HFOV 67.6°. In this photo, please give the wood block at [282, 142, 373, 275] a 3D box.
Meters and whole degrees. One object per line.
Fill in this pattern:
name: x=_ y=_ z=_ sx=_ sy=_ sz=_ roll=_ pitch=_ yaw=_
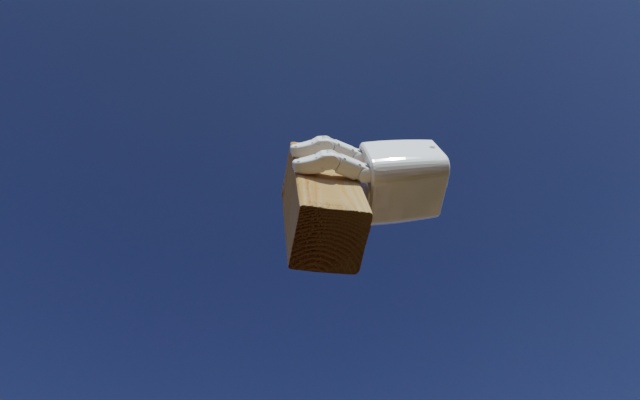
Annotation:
wood block: x=0.000 y=0.002 z=0.652 sx=0.090 sy=0.091 sz=0.206 roll=6 pitch=26 yaw=-10
